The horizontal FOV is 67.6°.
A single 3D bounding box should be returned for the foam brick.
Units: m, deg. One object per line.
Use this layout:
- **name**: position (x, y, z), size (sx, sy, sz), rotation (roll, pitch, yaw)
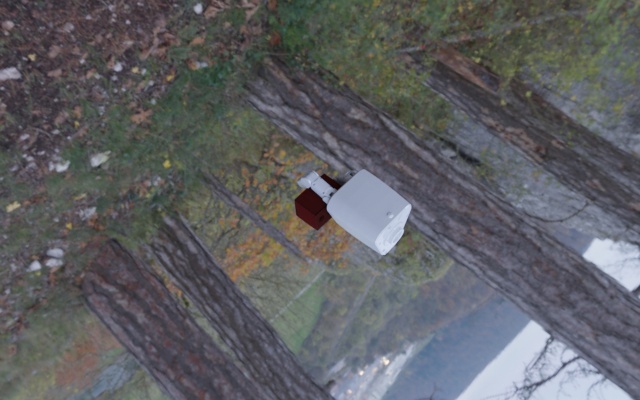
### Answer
- **foam brick**: position (0.000, 0.003, 0.834), size (0.051, 0.078, 0.053), rotation (38, -23, 24)
